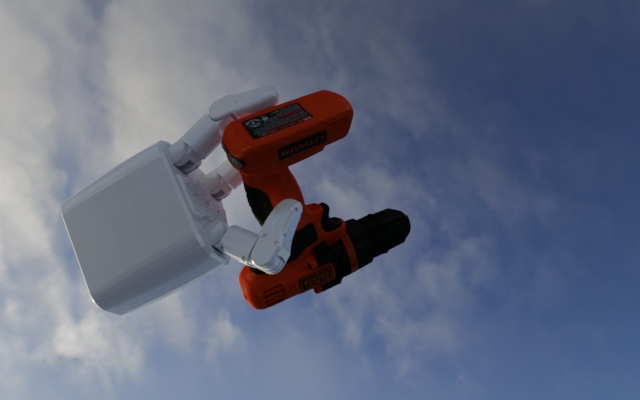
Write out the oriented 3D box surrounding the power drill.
[{"bbox_3d":[0.000,0.001,0.434,0.184,0.188,0.057,-23,38,-17],"label":"power drill"}]
